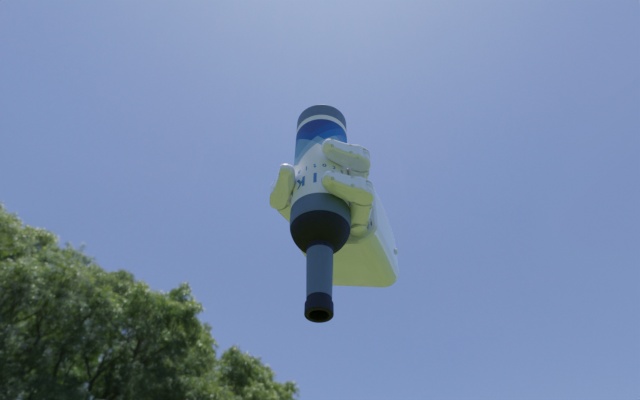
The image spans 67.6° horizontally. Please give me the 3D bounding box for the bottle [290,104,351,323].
[{"bbox_3d":[0.000,0.002,0.542,0.069,0.295,0.069,0,-45,0],"label":"bottle"}]
